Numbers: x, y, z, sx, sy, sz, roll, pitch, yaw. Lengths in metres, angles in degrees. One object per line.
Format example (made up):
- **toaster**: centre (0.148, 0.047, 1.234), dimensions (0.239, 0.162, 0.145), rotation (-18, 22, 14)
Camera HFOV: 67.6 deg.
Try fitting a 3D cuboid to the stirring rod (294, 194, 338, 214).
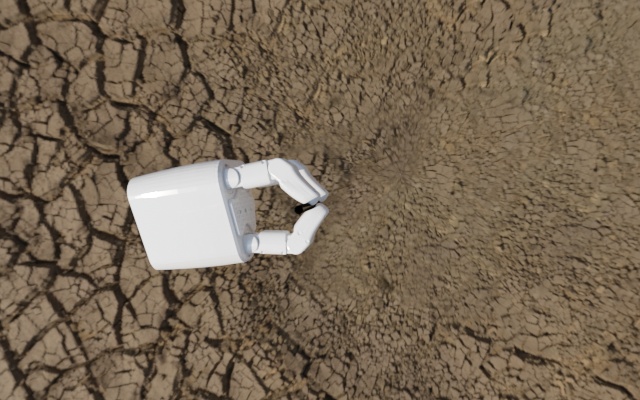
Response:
- **stirring rod**: centre (0.000, 0.002, 0.548), dimensions (0.011, 0.011, 0.239), rotation (0, 3, 9)
